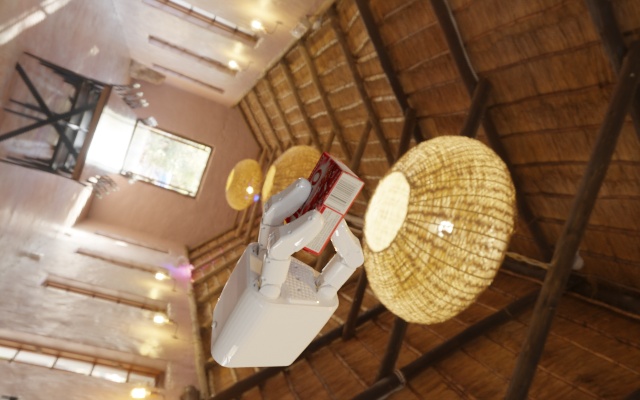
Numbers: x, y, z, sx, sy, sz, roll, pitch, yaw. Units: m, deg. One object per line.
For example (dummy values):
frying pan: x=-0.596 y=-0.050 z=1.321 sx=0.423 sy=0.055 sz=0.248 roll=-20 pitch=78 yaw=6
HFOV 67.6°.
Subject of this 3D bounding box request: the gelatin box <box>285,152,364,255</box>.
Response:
gelatin box: x=0.001 y=0.002 z=0.490 sx=0.030 sy=0.089 sz=0.073 roll=28 pitch=11 yaw=-22
